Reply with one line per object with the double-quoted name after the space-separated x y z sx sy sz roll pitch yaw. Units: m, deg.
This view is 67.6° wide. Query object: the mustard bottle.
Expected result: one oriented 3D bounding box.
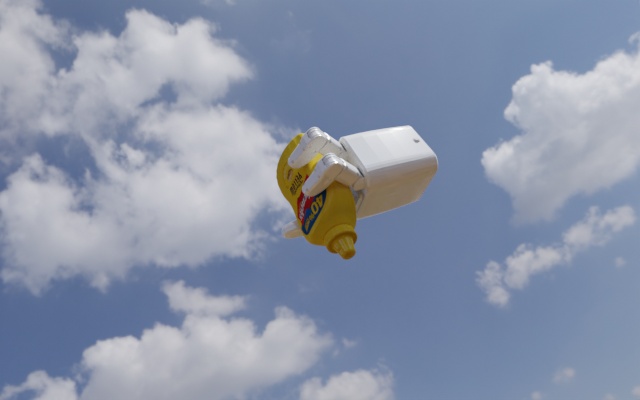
0.000 0.002 0.630 0.058 0.096 0.191 5 38 -33 "mustard bottle"
